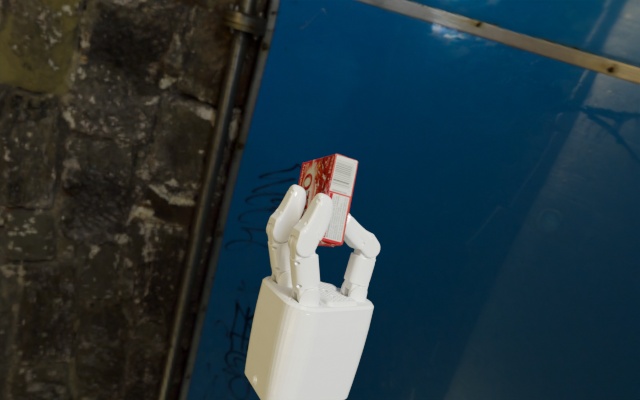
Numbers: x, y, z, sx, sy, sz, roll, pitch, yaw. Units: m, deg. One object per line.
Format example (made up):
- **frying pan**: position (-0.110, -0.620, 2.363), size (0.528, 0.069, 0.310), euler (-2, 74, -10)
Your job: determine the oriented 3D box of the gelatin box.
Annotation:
- **gelatin box**: position (0.001, 0.001, 0.490), size (0.030, 0.089, 0.073), euler (16, -11, -27)
